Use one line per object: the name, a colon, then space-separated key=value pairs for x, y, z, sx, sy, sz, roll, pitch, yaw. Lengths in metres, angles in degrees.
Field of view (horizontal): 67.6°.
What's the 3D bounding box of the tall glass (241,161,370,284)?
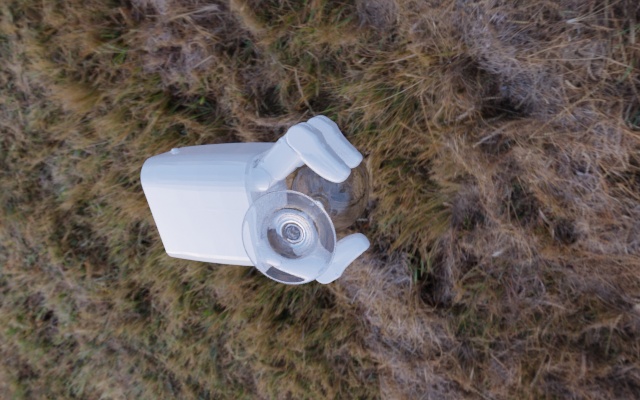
tall glass: x=0.000 y=0.002 z=0.445 sx=0.079 sy=0.079 sz=0.201 roll=0 pitch=16 yaw=15
